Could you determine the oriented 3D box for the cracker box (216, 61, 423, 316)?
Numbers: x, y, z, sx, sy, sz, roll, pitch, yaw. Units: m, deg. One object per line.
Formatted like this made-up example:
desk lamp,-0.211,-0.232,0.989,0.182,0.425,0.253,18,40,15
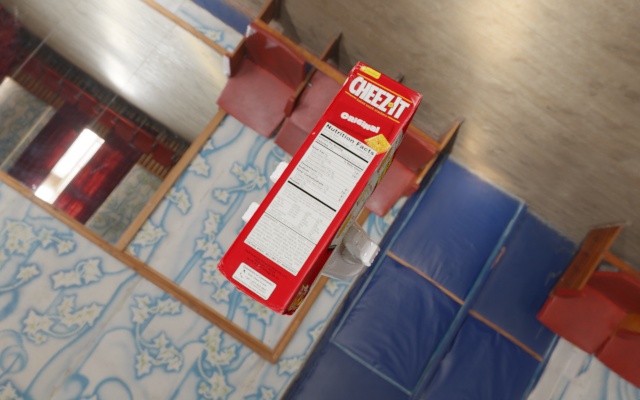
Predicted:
cracker box,0.000,0.002,0.453,0.072,0.213,0.164,32,-12,7
